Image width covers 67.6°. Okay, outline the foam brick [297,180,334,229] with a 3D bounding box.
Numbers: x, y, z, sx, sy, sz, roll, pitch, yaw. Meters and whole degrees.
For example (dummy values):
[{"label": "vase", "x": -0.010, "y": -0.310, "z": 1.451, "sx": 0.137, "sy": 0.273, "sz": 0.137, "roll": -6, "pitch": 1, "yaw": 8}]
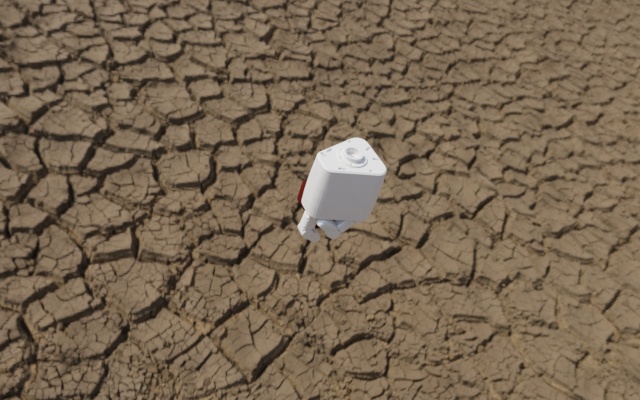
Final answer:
[{"label": "foam brick", "x": 0.000, "y": 0.003, "z": 0.860, "sx": 0.053, "sy": 0.078, "sz": 0.051, "roll": -11, "pitch": -39, "yaw": -26}]
